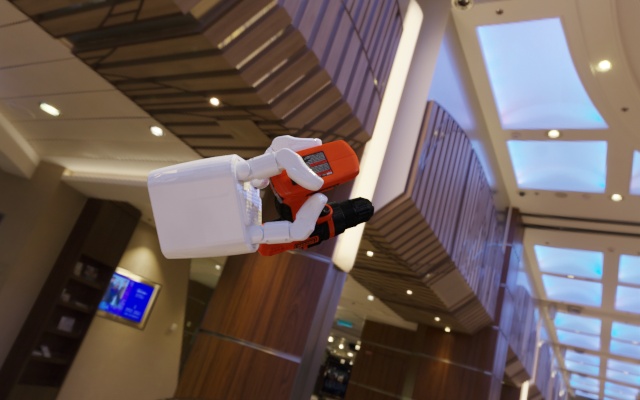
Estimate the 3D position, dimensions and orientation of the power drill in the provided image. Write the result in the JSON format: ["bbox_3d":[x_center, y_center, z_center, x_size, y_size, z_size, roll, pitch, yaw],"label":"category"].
[{"bbox_3d":[0.000,0.002,0.633,0.184,0.057,0.188,-19,-27,-16],"label":"power drill"}]
